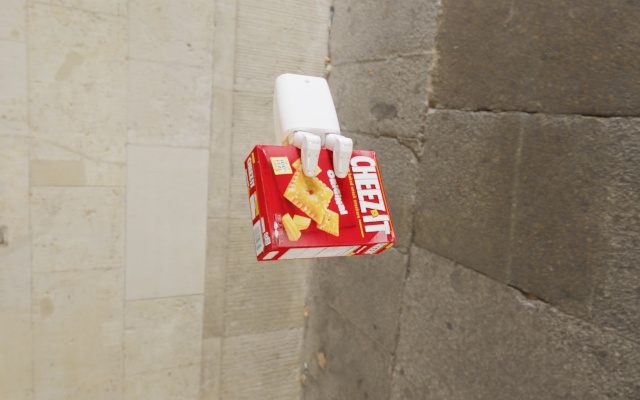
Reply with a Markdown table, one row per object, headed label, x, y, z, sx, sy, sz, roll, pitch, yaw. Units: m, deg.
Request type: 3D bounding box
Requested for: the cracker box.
| label | x | y | z | sx | sy | sz | roll | pitch | yaw |
| --- | --- | --- | --- | --- | --- | --- | --- | --- | --- |
| cracker box | 0.000 | 0.002 | 0.743 | 0.214 | 0.164 | 0.072 | 0 | -22 | -27 |
